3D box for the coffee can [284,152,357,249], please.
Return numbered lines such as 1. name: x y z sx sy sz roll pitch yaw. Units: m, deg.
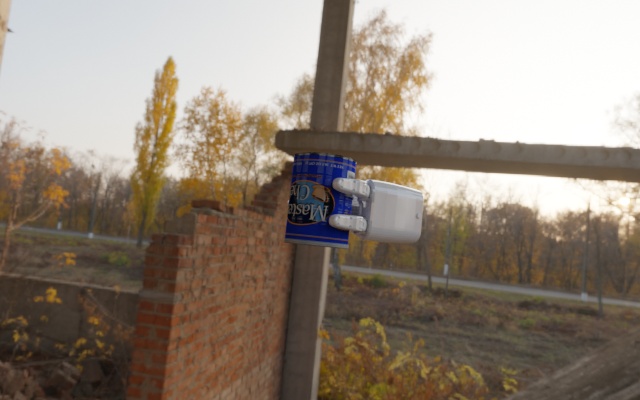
1. coffee can: 0.000 0.003 0.760 0.103 0.140 0.103 6 -5 1
